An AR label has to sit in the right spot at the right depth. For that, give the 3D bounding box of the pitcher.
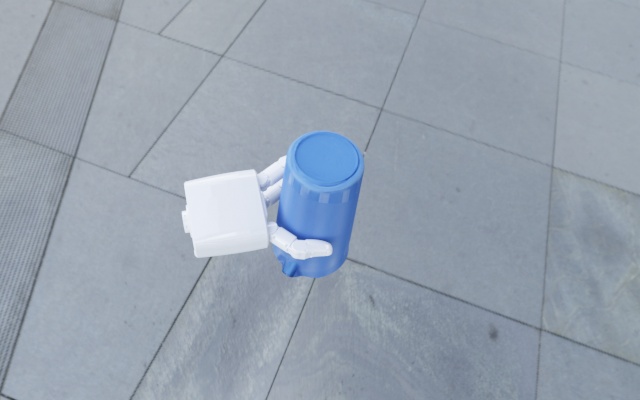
[{"bbox_3d":[0.000,0.003,0.744,0.145,0.149,0.243,-8,-33,-13],"label":"pitcher"}]
